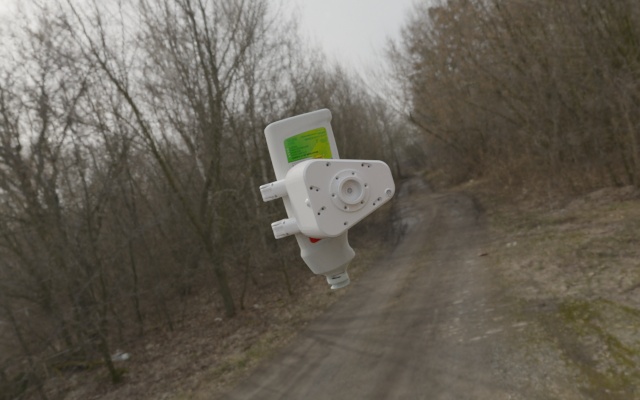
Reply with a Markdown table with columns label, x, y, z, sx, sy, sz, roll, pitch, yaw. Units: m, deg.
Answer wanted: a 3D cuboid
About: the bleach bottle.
| label | x | y | z | sx | sy | sz | roll | pitch | yaw |
| --- | --- | --- | --- | --- | --- | --- | --- | --- | --- |
| bleach bottle | 0.000 | 0.002 | 0.695 | 0.102 | 0.251 | 0.068 | -18 | 2 | -13 |
